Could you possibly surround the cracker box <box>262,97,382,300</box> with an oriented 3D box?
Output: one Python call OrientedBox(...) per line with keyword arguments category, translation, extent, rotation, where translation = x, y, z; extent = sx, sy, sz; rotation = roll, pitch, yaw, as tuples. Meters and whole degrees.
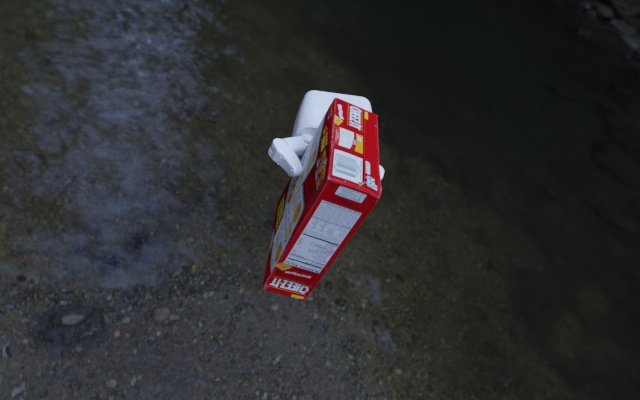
OrientedBox(category="cracker box", translation=(0.000, 0.002, 0.619), extent=(0.072, 0.164, 0.214), rotation=(20, -49, -13))
